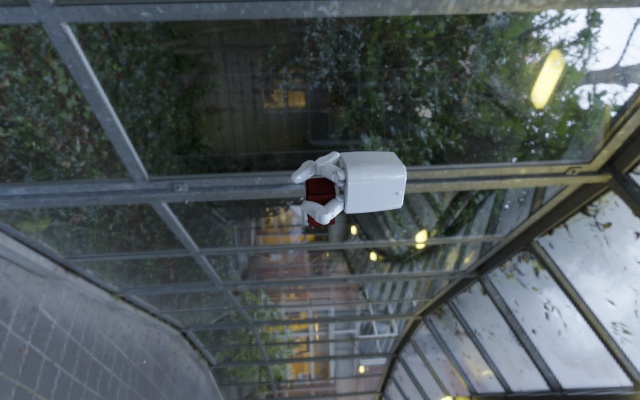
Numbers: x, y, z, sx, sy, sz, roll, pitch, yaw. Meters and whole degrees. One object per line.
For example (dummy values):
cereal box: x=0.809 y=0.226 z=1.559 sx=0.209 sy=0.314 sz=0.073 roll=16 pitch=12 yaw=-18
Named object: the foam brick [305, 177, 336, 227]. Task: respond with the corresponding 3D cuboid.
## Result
foam brick: x=0.000 y=0.003 z=0.894 sx=0.051 sy=0.078 sz=0.053 roll=-4 pitch=40 yaw=-6
